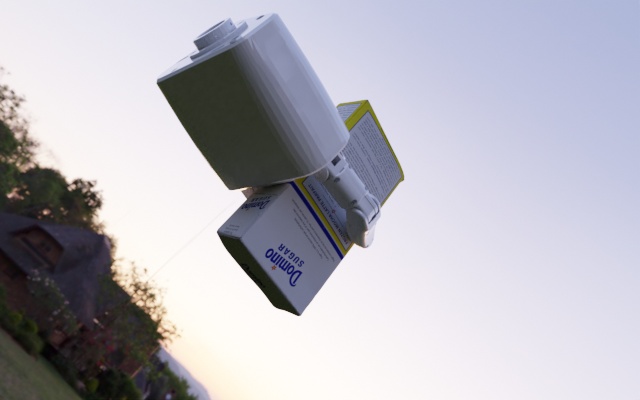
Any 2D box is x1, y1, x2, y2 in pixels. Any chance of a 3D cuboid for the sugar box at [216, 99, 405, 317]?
[{"bbox_3d":[0.000,0.001,0.416,0.048,0.093,0.176,7,46,50],"label":"sugar box"}]
